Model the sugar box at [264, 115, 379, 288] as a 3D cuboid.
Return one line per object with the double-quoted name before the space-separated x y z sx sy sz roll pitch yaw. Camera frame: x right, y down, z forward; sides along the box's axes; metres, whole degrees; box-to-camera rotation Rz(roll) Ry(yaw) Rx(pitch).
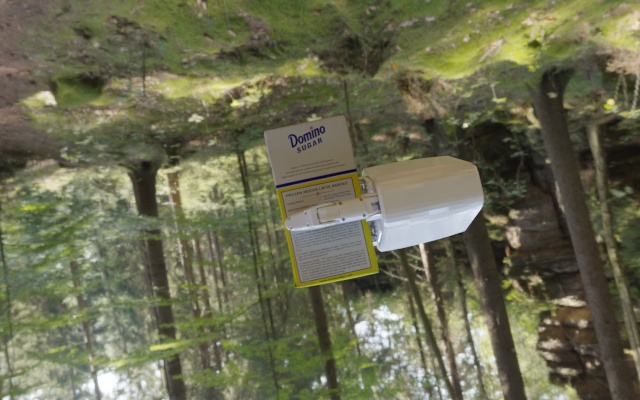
"sugar box" 0.000 0.002 0.532 0.093 0.176 0.048 -11 -6 -2
